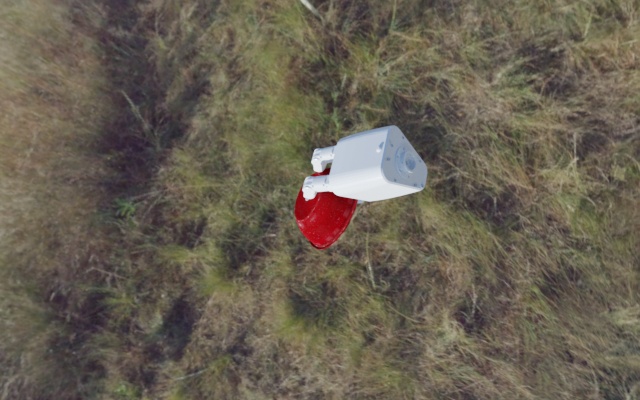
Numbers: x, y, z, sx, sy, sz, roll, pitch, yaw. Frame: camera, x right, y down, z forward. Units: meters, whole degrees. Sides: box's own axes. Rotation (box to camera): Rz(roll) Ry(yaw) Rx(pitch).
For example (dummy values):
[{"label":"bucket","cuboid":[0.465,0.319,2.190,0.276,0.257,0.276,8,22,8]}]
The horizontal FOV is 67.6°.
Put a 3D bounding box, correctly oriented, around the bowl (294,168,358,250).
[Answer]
[{"label":"bowl","cuboid":[-0.001,0.003,0.851,0.055,0.162,0.162,23,-10,-26]}]
